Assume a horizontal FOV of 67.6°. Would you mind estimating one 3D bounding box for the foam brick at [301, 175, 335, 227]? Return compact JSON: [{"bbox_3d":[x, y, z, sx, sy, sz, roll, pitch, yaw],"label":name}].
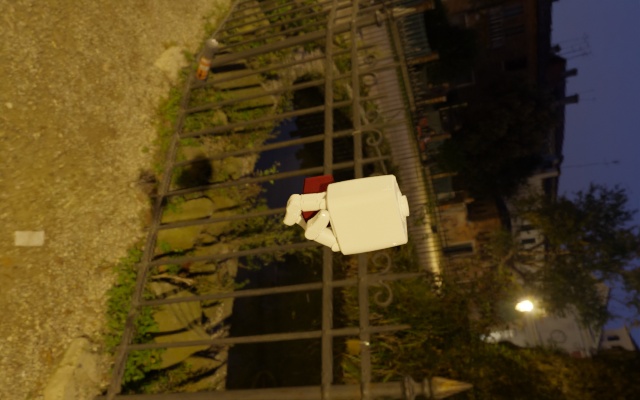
[{"bbox_3d":[0.000,0.002,0.808,0.051,0.078,0.053,-10,-47,16],"label":"foam brick"}]
